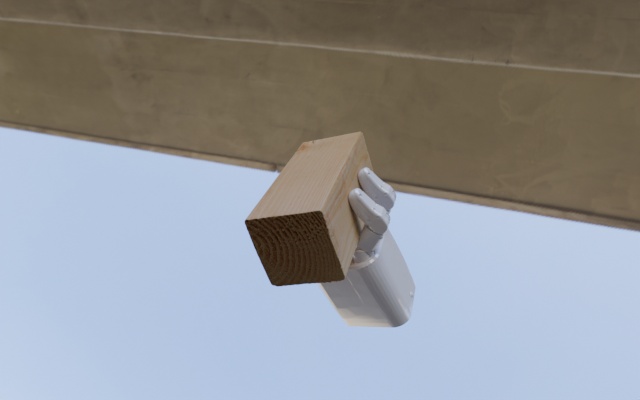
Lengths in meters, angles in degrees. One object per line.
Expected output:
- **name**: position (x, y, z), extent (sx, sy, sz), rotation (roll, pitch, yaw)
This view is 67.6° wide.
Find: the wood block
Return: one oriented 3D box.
- **wood block**: position (0.000, 0.002, 0.581), extent (0.091, 0.090, 0.206), rotation (-9, 26, 22)
